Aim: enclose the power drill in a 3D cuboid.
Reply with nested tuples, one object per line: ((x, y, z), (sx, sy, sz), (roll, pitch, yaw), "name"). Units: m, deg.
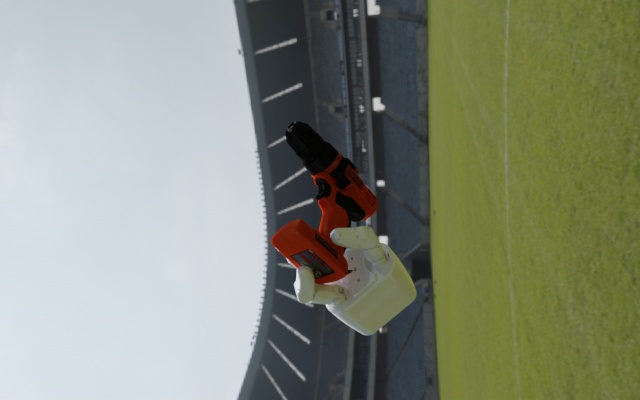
((0.000, 0.003, 0.645), (0.057, 0.187, 0.184), (-26, -61, 39), "power drill")
